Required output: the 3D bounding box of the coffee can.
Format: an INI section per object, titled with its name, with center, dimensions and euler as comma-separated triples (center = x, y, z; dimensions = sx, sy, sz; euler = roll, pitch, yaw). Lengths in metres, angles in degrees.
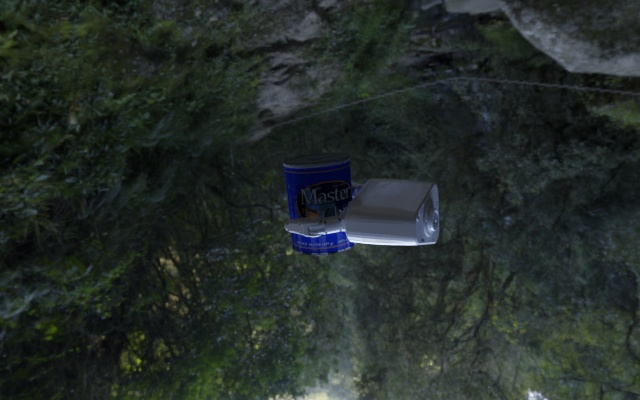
[coffee can]
center = 0.000, 0.002, 0.743
dimensions = 0.103, 0.140, 0.102
euler = -5, 13, 1
